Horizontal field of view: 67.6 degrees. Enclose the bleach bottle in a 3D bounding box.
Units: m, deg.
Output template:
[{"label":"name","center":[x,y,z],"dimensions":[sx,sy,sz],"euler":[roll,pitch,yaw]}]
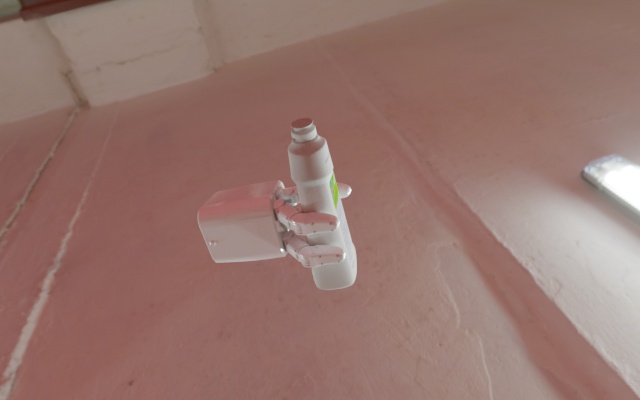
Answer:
[{"label":"bleach bottle","center":[0.000,0.002,0.660],"dimensions":[0.068,0.251,0.102],"euler":[-9,34,6]}]
